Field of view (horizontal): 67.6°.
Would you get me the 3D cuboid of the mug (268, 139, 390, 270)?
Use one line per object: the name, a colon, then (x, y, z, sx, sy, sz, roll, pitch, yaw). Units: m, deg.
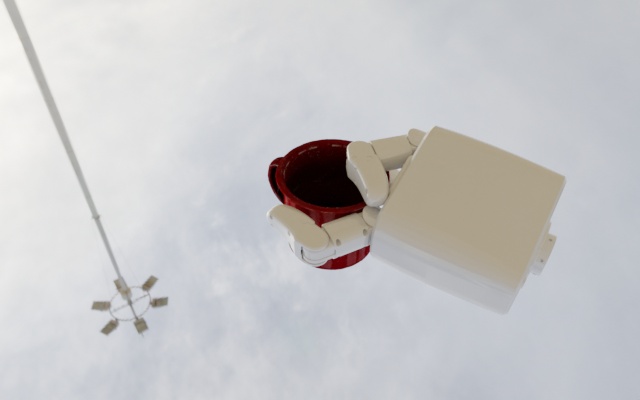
mug: (-0.001, 0.001, 0.422, 0.117, 0.082, 0.093, 25, 49, 24)
